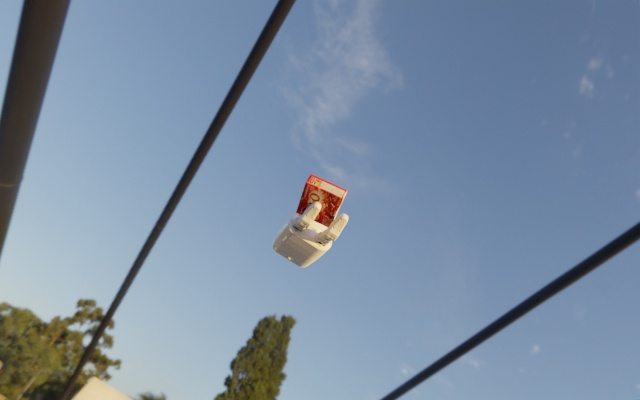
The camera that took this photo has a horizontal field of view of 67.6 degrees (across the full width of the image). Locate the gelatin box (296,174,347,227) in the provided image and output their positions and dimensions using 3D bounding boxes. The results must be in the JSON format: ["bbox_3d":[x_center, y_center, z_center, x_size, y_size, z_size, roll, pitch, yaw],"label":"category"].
[{"bbox_3d":[0.000,0.002,0.880,0.073,0.089,0.030,25,46,3],"label":"gelatin box"}]
